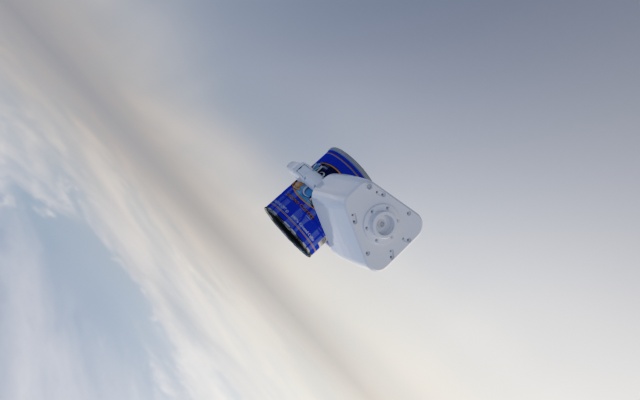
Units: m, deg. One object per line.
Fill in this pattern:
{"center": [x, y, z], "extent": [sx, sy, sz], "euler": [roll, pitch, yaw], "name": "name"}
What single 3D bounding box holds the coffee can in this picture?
{"center": [0.000, 0.002, 0.727], "extent": [0.140, 0.103, 0.103], "euler": [-43, 10, -12], "name": "coffee can"}
